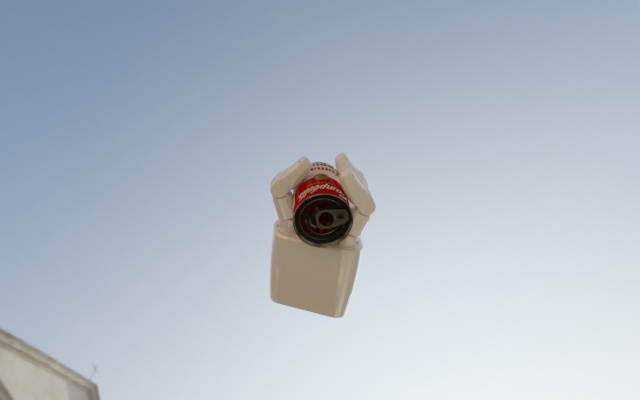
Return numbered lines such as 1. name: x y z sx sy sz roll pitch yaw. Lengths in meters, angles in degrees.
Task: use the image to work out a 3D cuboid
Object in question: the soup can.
1. soup can: 0.000 0.001 0.576 0.068 0.068 0.102 0 26 -4
